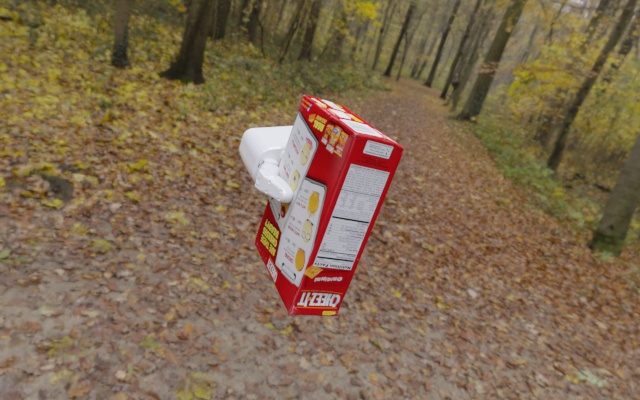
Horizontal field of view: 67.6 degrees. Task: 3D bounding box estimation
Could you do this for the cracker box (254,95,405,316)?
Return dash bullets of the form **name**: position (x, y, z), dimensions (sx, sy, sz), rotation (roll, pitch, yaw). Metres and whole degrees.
- **cracker box**: position (0.000, 0.002, 0.566), dimensions (0.072, 0.214, 0.164), rotation (10, 20, -26)
